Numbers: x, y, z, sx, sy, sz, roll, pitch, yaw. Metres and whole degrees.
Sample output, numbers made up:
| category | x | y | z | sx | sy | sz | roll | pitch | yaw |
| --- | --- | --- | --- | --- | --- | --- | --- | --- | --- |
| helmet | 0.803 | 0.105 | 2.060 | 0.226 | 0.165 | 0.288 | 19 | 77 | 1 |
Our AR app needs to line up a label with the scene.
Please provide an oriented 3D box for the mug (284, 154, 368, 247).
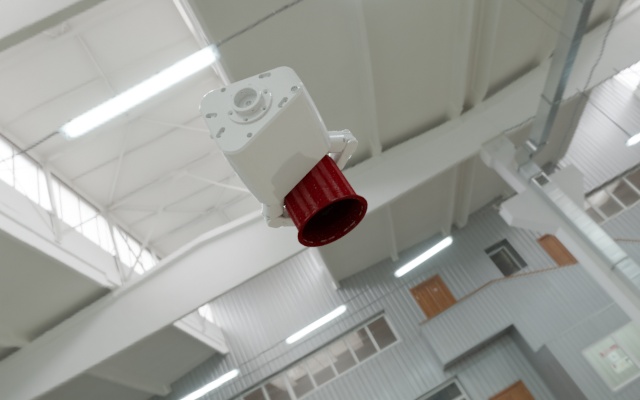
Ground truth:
| category | x | y | z | sx | sy | sz | roll | pitch | yaw |
| --- | --- | --- | --- | --- | --- | --- | --- | --- | --- |
| mug | 0.000 | 0.002 | 0.590 | 0.093 | 0.081 | 0.117 | -30 | -31 | -2 |
